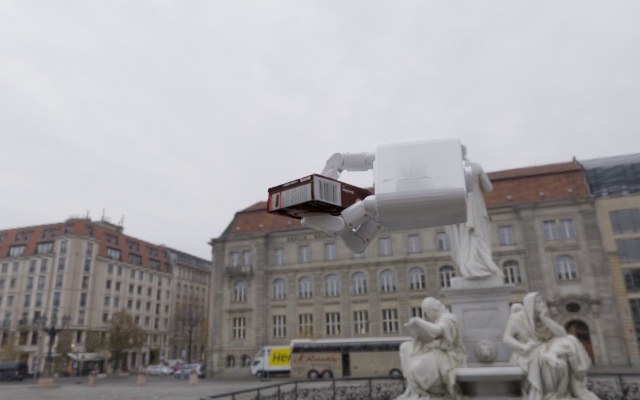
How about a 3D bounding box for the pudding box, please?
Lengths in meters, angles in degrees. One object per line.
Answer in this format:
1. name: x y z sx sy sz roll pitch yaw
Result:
1. pudding box: 0.000 0.002 0.629 0.090 0.039 0.113 -16 -24 42
